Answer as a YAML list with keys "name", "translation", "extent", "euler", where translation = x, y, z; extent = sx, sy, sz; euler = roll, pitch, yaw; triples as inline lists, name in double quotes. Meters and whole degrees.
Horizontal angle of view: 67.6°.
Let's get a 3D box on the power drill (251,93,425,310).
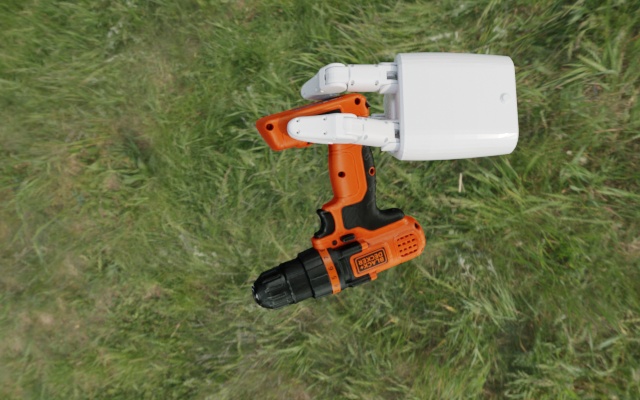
- name: "power drill"
  translation: [0.000, 0.001, 0.469]
  extent: [0.184, 0.188, 0.057]
  euler: [-20, 17, -12]
